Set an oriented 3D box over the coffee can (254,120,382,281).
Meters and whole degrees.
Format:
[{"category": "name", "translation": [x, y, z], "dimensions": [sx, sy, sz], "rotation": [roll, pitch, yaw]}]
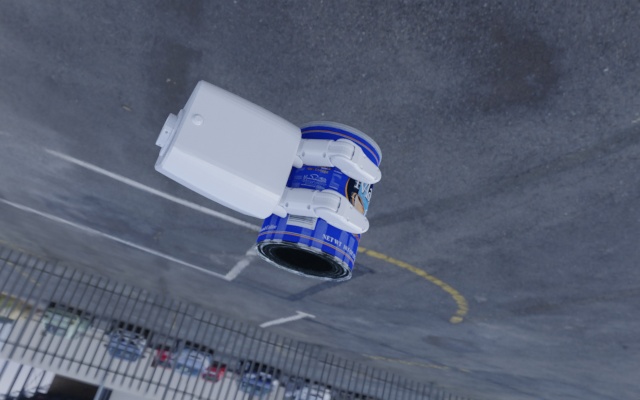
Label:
[{"category": "coffee can", "translation": [0.000, 0.002, 0.508], "dimensions": [0.103, 0.140, 0.103], "rotation": [14, -23, 6]}]
